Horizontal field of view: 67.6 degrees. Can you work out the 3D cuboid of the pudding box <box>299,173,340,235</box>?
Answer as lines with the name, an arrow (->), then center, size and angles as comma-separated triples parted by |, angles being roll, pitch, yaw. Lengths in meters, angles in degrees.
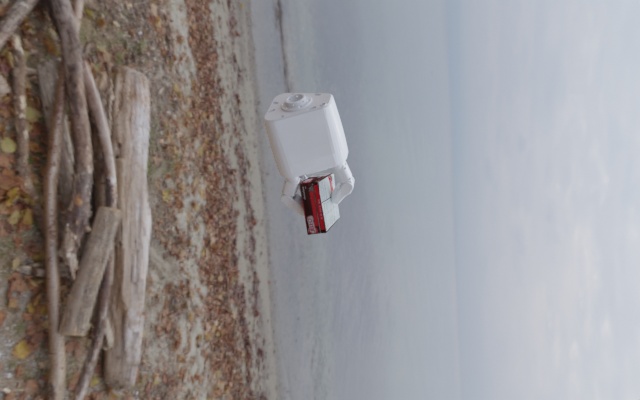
pudding box -> 0.000, 0.003, 0.836 | 0.039, 0.090, 0.113 | -5, 10, 17
